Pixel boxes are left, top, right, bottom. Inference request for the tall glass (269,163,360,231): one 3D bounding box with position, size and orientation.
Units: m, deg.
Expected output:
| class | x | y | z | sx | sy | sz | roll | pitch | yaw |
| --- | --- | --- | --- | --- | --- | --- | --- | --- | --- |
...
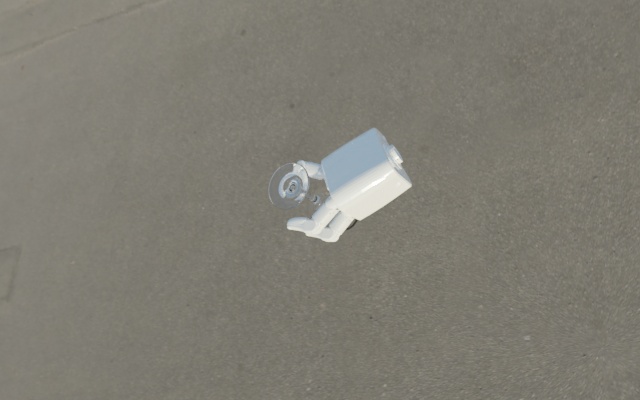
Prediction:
| class | x | y | z | sx | sy | sz | roll | pitch | yaw |
| --- | --- | --- | --- | --- | --- | --- | --- | --- | --- |
| tall glass | 0.000 | 0.003 | 0.813 | 0.079 | 0.079 | 0.201 | 0 | -15 | 30 |
